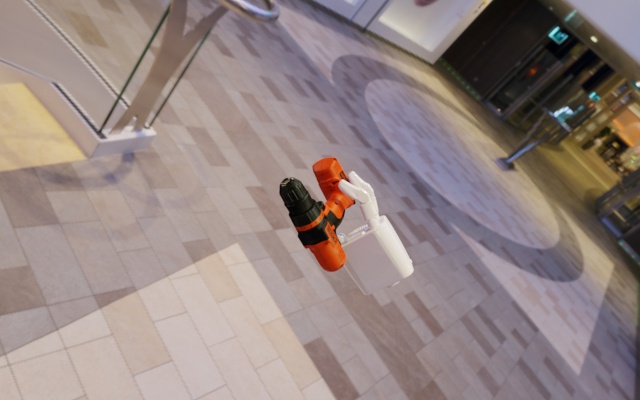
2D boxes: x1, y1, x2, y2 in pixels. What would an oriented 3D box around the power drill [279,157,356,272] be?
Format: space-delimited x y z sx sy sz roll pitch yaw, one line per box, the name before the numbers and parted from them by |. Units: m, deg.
power drill | 0.000 0.003 0.828 0.057 0.184 0.187 -14 29 25
